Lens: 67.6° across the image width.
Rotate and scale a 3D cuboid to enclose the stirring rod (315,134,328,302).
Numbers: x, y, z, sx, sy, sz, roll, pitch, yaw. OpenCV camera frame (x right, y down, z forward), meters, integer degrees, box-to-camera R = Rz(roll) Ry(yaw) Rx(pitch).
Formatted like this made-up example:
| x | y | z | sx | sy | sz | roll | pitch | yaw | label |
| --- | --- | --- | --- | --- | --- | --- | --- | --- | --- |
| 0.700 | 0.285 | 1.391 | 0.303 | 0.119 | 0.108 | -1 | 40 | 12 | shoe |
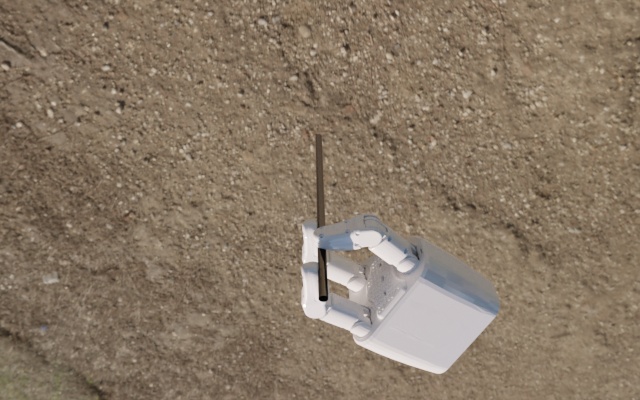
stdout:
| x | y | z | sx | sy | sz | roll | pitch | yaw | label |
| --- | --- | --- | --- | --- | --- | --- | --- | --- | --- |
| 0.000 | 0.002 | 0.473 | 0.011 | 0.011 | 0.239 | 0 | 40 | -1 | stirring rod |
